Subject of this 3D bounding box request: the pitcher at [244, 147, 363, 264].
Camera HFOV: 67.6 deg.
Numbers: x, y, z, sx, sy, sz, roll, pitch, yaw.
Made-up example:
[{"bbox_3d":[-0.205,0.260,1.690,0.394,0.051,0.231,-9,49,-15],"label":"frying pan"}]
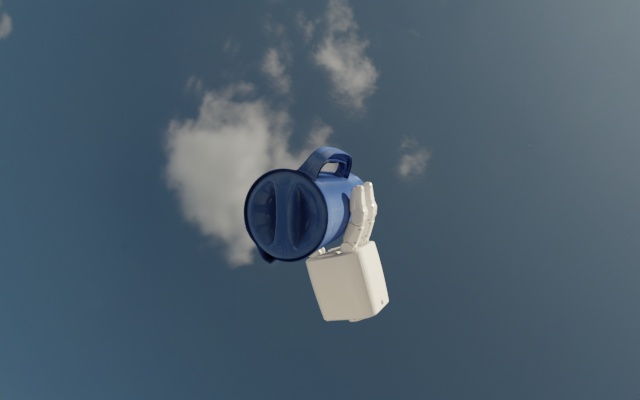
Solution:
[{"bbox_3d":[0.000,0.003,0.765,0.149,0.145,0.243,-17,-1,24],"label":"pitcher"}]
